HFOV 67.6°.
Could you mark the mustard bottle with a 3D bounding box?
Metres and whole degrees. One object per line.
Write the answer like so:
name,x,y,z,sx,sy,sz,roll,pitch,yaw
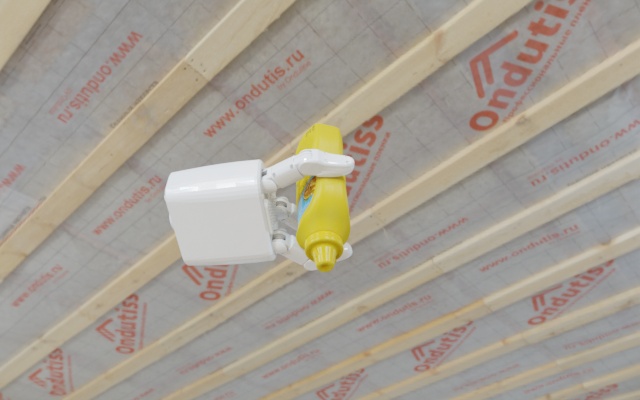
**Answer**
mustard bottle,0.000,0.002,0.554,0.058,0.096,0.191,11,42,-13
